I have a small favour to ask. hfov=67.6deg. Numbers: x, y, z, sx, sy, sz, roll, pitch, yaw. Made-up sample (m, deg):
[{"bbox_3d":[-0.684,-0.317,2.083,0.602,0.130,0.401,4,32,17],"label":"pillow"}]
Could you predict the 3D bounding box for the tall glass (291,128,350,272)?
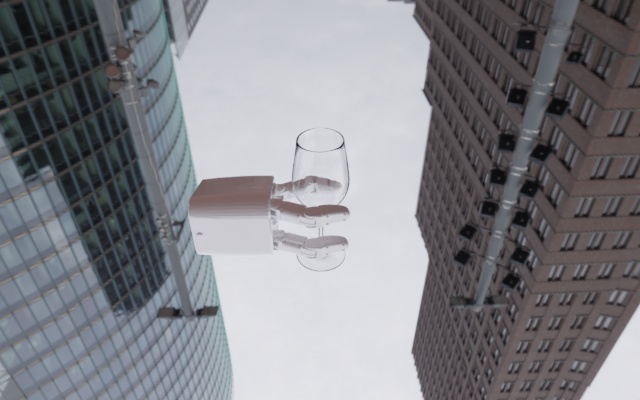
[{"bbox_3d":[0.000,0.003,0.662,0.079,0.201,0.079,0,38,0],"label":"tall glass"}]
